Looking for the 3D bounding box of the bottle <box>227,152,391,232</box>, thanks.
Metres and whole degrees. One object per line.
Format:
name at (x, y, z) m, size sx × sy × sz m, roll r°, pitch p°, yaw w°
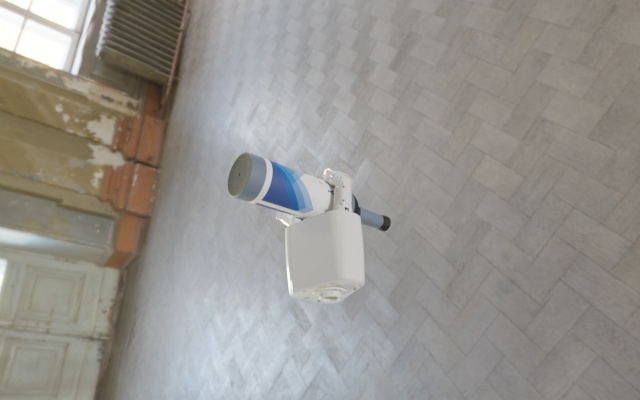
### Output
bottle at (0.000, 0.002, 0.748) m, size 0.296 × 0.069 × 0.069 m, roll 19°, pitch -11°, yaw -36°
